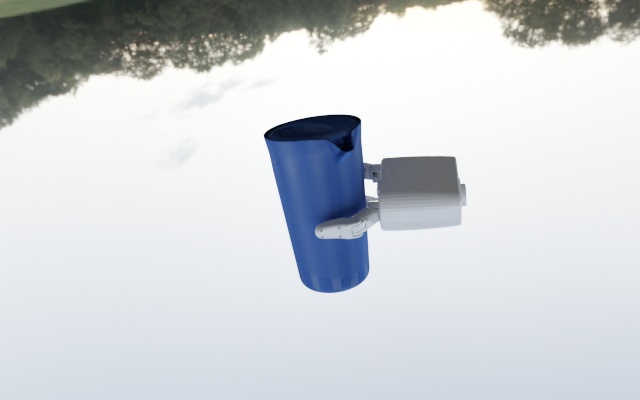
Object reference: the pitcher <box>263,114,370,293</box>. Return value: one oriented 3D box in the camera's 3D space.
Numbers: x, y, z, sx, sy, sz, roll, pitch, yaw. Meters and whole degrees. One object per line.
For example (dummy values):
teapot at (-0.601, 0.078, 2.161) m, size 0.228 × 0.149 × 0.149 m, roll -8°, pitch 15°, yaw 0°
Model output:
pitcher at (0.000, 0.002, 0.691) m, size 0.145 × 0.243 × 0.149 m, roll -3°, pitch 23°, yaw 14°
